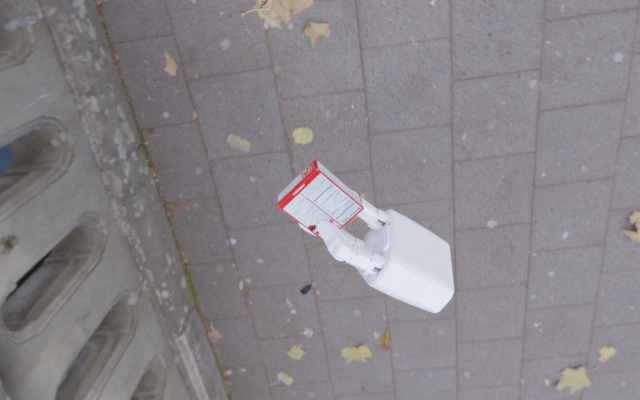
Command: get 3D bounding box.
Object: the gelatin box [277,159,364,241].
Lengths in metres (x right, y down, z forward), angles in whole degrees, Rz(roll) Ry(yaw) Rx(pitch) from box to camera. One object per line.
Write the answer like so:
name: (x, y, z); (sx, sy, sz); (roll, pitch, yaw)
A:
gelatin box: (0.000, 0.002, 0.616); (0.089, 0.073, 0.030); (38, 20, -25)
